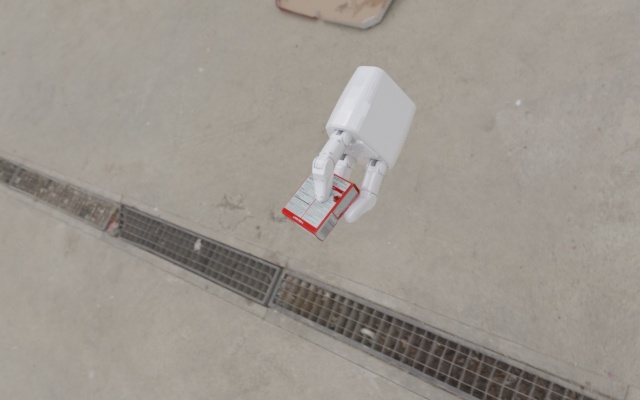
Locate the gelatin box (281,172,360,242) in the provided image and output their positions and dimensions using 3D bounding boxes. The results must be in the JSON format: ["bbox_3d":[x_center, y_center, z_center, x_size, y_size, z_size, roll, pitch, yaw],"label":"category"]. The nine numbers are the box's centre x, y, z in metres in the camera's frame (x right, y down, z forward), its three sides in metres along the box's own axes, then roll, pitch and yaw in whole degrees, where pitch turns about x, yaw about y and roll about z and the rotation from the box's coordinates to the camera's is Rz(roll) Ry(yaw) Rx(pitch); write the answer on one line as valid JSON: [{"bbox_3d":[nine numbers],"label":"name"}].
[{"bbox_3d":[0.000,0.002,0.663,0.073,0.089,0.030,31,-12,38],"label":"gelatin box"}]
